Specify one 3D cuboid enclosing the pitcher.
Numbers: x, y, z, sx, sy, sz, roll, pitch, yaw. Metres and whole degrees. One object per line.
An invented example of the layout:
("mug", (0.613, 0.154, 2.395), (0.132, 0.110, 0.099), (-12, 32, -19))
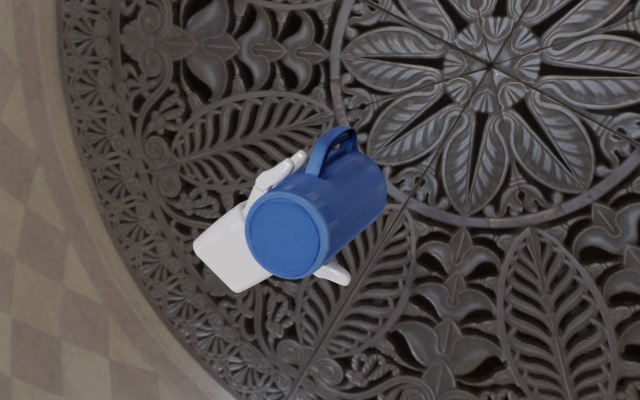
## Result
("pitcher", (0.000, 0.002, 0.646), (0.145, 0.149, 0.242), (-35, 0, 25))
